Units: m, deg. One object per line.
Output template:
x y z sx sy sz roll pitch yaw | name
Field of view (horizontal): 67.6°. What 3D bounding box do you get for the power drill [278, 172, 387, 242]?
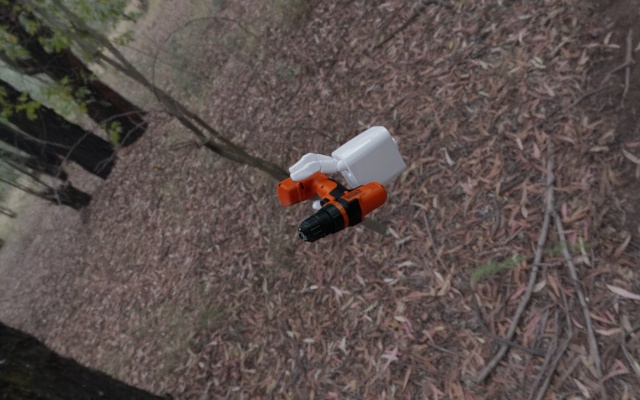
0.000 0.003 0.877 0.184 0.057 0.187 -26 32 -28 | power drill
